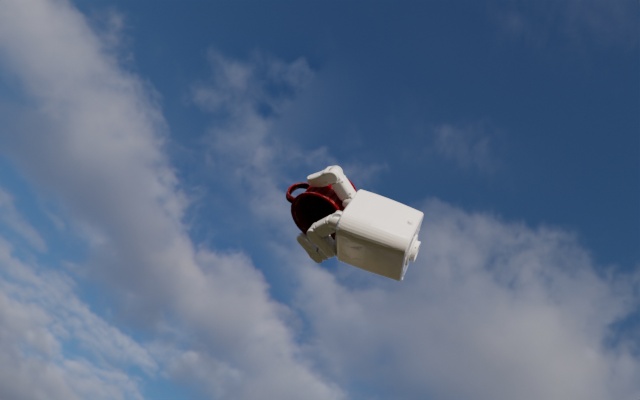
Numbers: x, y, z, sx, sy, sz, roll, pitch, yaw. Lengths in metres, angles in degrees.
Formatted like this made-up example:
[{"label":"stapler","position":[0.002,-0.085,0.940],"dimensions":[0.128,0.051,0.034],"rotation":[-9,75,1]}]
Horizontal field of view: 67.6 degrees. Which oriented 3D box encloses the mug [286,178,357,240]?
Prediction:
[{"label":"mug","position":[-0.001,0.002,0.787],"dimensions":[0.117,0.093,0.081],"rotation":[21,40,16]}]
